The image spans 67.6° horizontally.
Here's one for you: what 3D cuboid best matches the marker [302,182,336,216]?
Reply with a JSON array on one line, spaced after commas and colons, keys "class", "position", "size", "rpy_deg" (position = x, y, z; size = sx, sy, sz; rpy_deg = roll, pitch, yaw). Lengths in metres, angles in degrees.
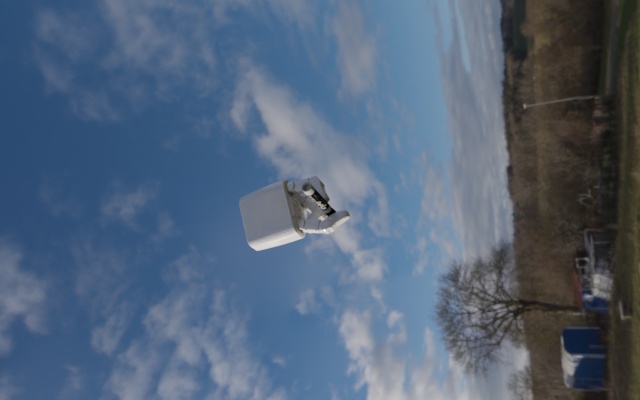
[{"class": "marker", "position": [0.000, 0.003, 0.861], "size": [0.020, 0.020, 0.121], "rpy_deg": [0, -25, 27]}]
